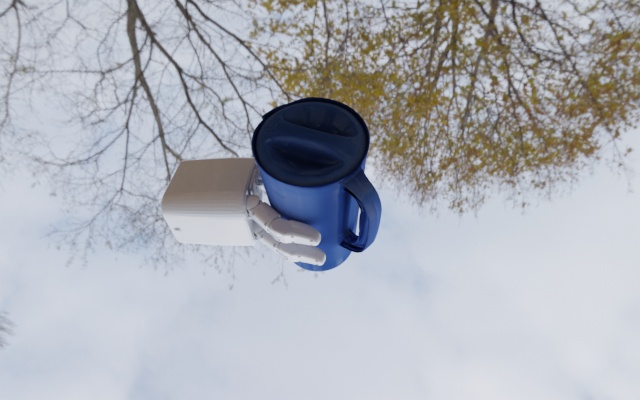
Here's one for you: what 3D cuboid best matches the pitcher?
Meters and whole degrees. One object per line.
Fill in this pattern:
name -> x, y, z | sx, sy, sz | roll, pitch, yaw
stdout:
pitcher -> 0.000, 0.002, 0.622 | 0.145, 0.149, 0.243 | 0, -34, 3
